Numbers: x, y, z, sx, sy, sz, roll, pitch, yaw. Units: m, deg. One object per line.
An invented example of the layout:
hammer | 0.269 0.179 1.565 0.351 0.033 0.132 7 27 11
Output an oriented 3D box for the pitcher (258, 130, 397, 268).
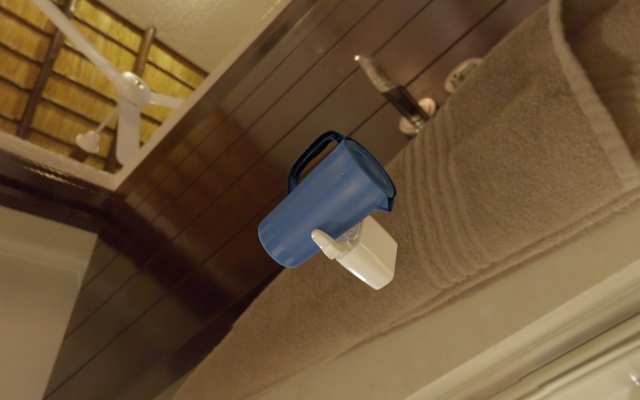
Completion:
pitcher | 0.000 0.003 0.853 0.145 0.243 0.149 41 22 -23
